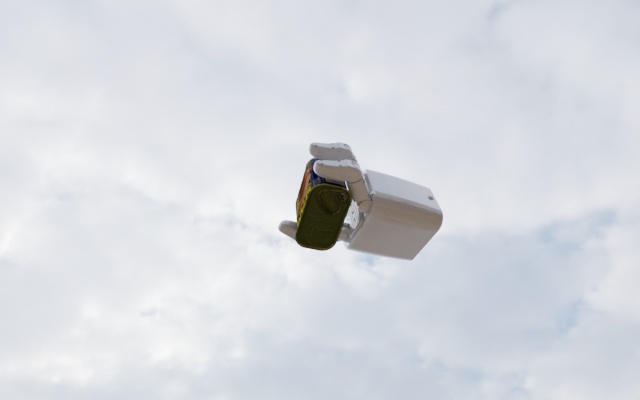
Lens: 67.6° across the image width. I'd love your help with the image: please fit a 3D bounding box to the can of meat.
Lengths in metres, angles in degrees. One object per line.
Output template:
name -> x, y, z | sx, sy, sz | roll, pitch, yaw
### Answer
can of meat -> 0.000, 0.002, 0.650 | 0.057, 0.102, 0.084 | 11, 31, -12
